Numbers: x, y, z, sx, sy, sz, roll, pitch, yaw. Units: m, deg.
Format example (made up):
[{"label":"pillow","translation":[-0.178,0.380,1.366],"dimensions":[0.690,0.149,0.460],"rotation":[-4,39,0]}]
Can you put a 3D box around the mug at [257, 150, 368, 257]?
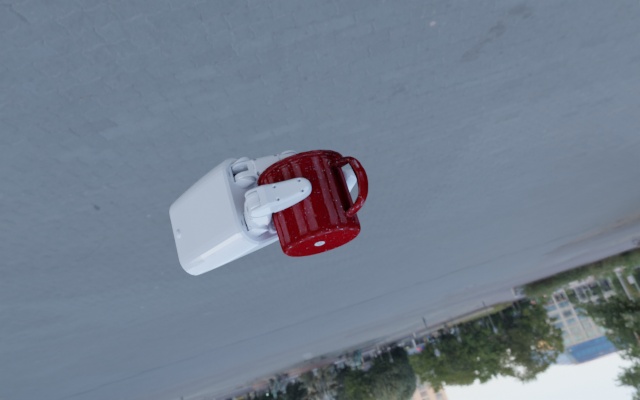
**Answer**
[{"label":"mug","translation":[0.001,0.001,0.474],"dimensions":[0.117,0.081,0.093],"rotation":[-29,-22,32]}]
